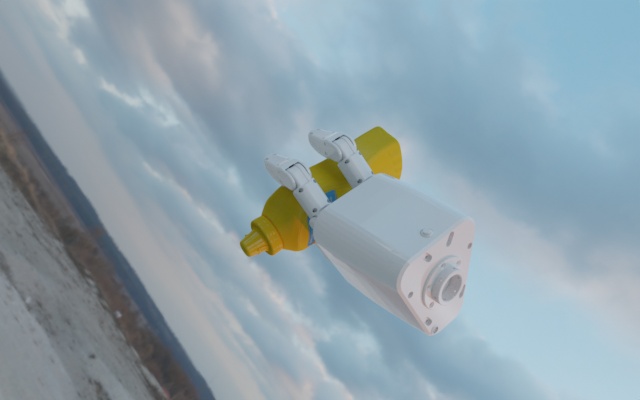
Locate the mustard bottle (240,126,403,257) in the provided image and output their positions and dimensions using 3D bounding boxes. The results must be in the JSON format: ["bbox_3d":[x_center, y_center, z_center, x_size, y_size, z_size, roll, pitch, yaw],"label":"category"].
[{"bbox_3d":[0.000,0.001,0.504,0.191,0.058,0.096,-33,-28,-23],"label":"mustard bottle"}]
